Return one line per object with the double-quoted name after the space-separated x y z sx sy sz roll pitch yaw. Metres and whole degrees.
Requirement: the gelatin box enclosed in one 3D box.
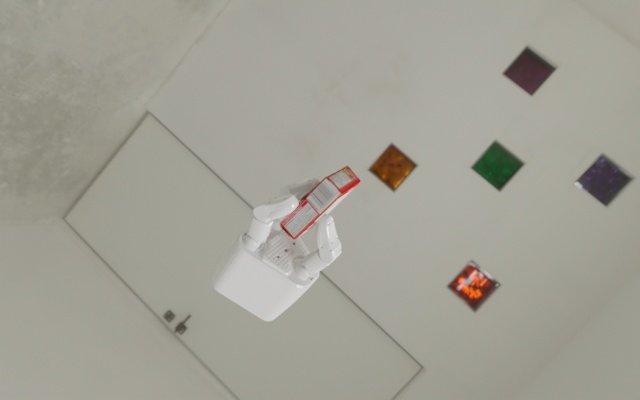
0.001 0.002 0.575 0.089 0.030 0.073 -44 -6 26 "gelatin box"
